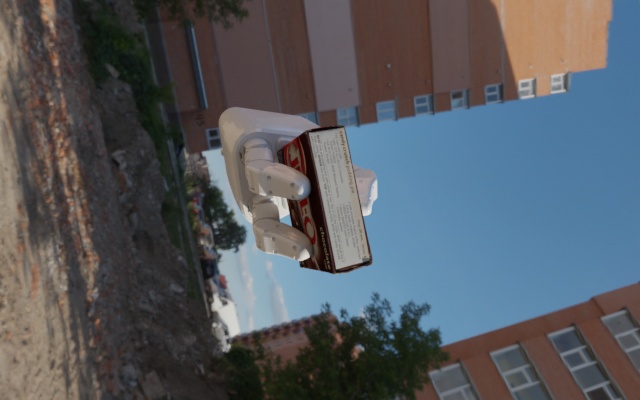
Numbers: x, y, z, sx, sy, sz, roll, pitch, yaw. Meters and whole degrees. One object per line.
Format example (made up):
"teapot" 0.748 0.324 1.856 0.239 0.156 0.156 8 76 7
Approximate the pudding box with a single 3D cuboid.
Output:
"pudding box" 0.000 0.001 0.400 0.039 0.113 0.090 -14 0 -18
